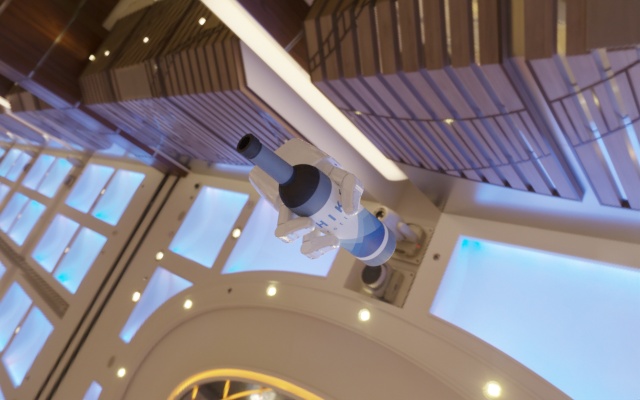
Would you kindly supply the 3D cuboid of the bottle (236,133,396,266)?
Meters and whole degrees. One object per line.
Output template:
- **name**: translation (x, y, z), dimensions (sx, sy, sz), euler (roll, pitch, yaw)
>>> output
- **bottle**: translation (0.000, 0.002, 0.655), dimensions (0.069, 0.069, 0.296), euler (0, -29, 44)
